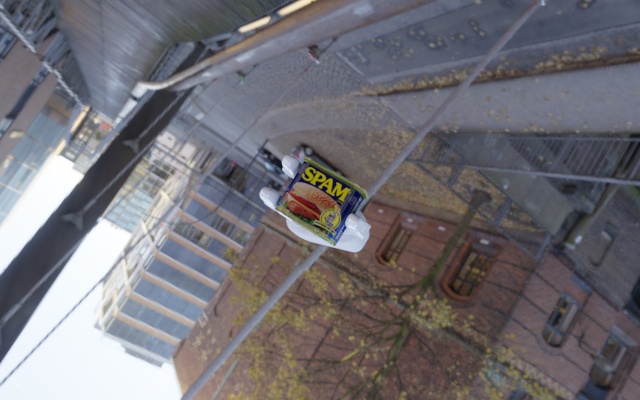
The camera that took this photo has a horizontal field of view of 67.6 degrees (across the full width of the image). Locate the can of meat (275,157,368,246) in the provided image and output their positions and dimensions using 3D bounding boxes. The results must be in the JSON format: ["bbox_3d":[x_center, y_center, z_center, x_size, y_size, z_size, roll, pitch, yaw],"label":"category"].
[{"bbox_3d":[0.000,0.002,0.654,0.102,0.084,0.057,30,-6,15],"label":"can of meat"}]
